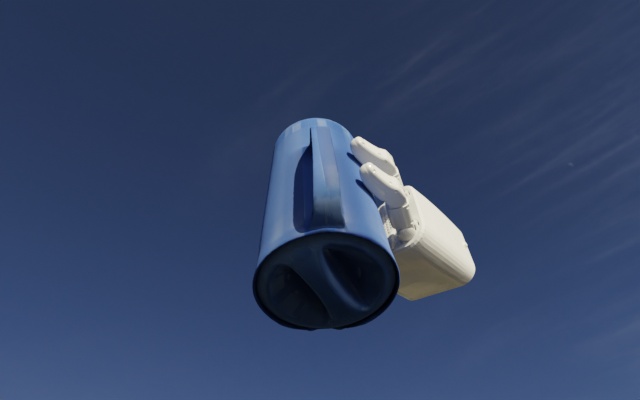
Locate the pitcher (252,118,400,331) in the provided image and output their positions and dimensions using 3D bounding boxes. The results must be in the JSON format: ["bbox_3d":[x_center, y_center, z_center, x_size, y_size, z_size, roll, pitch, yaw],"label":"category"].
[{"bbox_3d":[0.000,0.002,0.515,0.145,0.242,0.149,36,-63,-27],"label":"pitcher"}]
